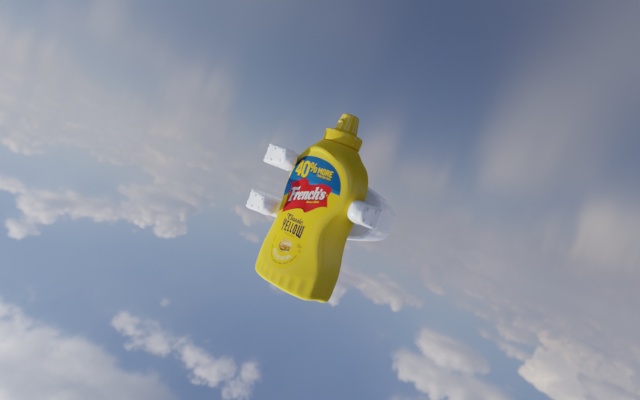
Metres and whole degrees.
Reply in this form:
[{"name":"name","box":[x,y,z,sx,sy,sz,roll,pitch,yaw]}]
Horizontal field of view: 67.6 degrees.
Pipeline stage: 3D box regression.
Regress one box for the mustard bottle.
[{"name":"mustard bottle","box":[0.000,0.002,0.500,0.058,0.191,0.096,21,0,-43]}]
